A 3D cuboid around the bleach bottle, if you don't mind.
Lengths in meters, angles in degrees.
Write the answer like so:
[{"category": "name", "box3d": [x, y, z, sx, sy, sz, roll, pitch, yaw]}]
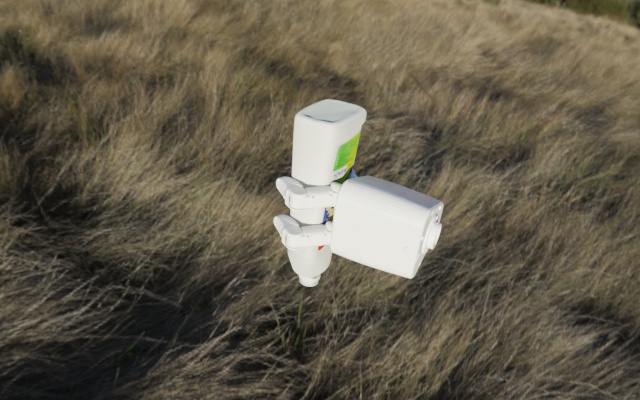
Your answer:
[{"category": "bleach bottle", "box3d": [0.000, 0.002, 0.631, 0.068, 0.251, 0.102, 19, 31, 22]}]
